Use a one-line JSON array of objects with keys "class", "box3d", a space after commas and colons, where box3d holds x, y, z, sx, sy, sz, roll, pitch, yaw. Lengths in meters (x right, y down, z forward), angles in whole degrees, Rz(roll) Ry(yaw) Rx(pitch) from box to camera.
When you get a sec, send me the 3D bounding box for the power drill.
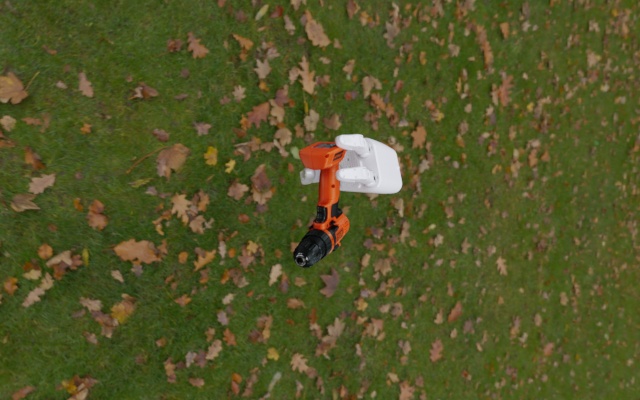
[{"class": "power drill", "box3d": [0.000, 0.002, 0.803, 0.057, 0.188, 0.184, 7, 19, 19]}]
